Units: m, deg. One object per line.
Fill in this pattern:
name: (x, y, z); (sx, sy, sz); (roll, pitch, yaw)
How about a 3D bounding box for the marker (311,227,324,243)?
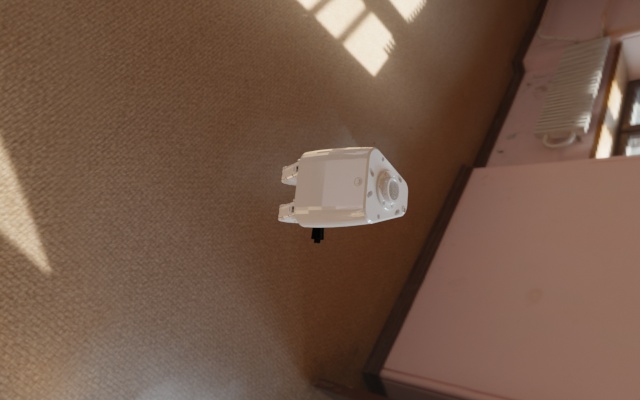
marker: (0.000, 0.002, 0.701); (0.020, 0.121, 0.020); (5, -10, 1)
